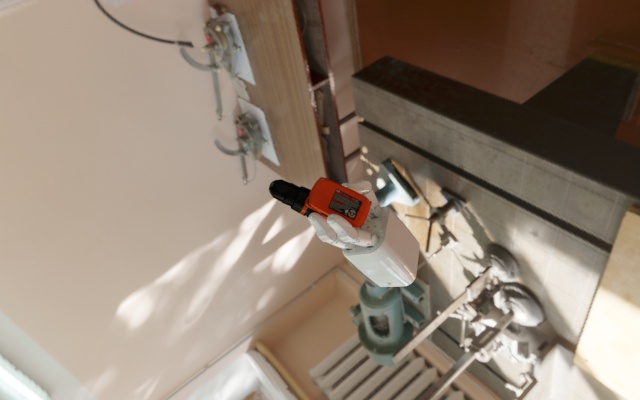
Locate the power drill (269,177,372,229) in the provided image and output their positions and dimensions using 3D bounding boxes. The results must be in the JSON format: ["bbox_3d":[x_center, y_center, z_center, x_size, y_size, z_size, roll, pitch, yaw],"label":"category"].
[{"bbox_3d":[0.000,0.003,0.865,0.184,0.057,0.187,24,-8,-10],"label":"power drill"}]
